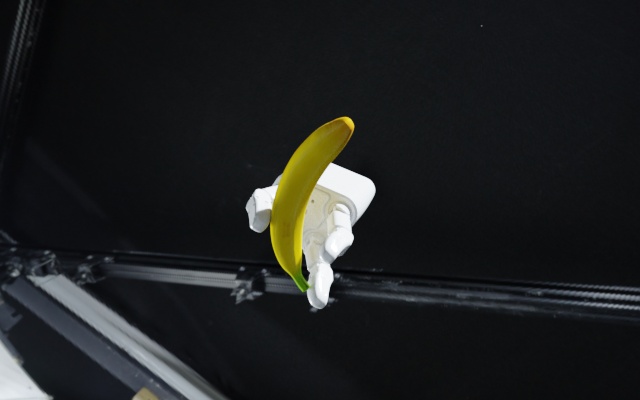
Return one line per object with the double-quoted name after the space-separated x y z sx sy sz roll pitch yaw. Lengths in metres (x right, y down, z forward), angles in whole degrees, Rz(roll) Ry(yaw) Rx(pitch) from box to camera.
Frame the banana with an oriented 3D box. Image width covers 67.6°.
-0.017 -0.002 0.512 0.069 0.198 0.037 21 23 17 "banana"
